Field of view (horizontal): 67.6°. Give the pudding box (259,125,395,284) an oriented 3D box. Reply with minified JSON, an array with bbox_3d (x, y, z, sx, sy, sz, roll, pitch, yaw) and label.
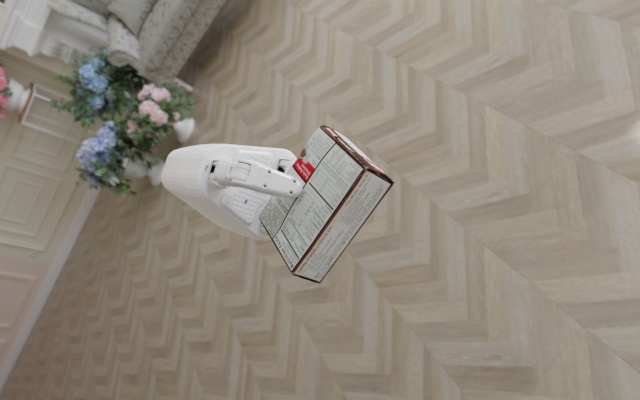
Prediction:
[{"bbox_3d":[0.000,0.001,0.421,0.039,0.113,0.090,21,19,-38],"label":"pudding box"}]
